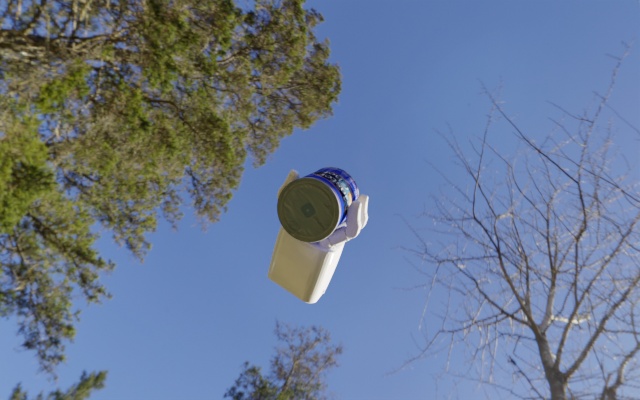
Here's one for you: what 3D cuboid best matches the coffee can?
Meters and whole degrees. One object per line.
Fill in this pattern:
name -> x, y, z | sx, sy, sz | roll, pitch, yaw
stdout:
coffee can -> 0.000, 0.002, 0.801 | 0.103, 0.103, 0.140 | 0, 11, 17
